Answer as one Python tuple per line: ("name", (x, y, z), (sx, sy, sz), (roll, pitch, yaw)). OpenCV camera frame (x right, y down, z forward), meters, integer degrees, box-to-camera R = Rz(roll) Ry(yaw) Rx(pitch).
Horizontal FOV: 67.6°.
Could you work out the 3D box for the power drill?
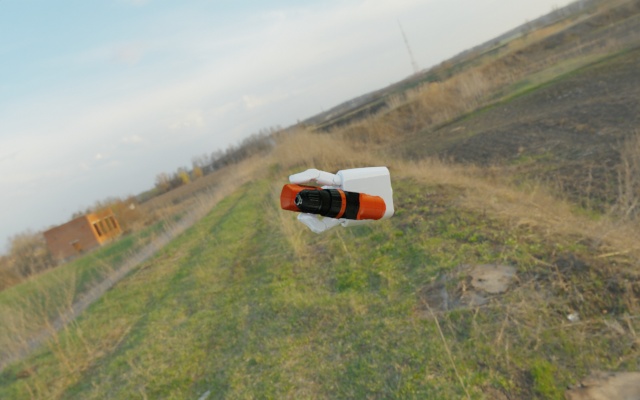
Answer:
("power drill", (0.000, 0.003, 0.891), (0.184, 0.057, 0.187), (8, 1, -33))
